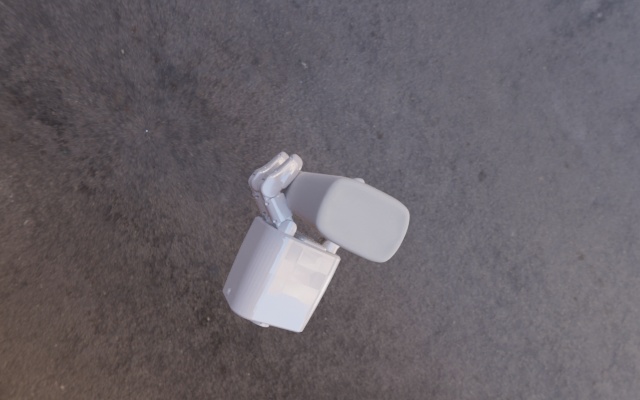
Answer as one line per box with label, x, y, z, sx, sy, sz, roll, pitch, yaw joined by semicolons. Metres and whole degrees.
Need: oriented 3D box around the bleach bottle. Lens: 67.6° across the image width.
bleach bottle;0.000;0.002;0.578;0.102;0.068;0.251;27;-2;-21
